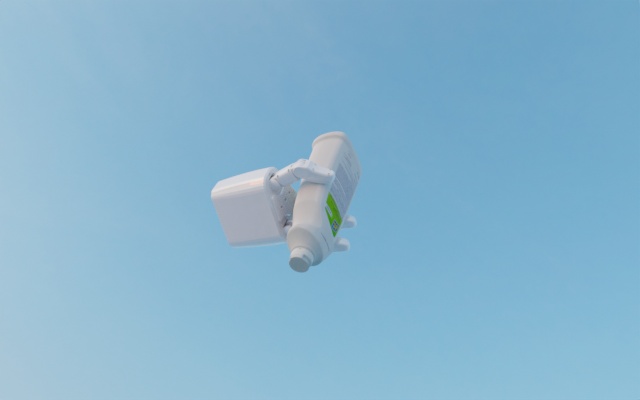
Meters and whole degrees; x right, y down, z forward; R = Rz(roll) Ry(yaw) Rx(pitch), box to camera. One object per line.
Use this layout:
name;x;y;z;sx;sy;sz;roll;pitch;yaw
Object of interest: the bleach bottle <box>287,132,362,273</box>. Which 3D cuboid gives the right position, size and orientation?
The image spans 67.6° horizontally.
bleach bottle;0.000;0.002;0.716;0.068;0.103;0.250;-13;32;27
